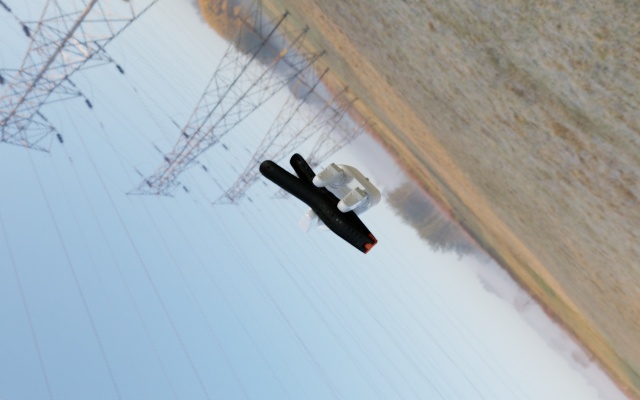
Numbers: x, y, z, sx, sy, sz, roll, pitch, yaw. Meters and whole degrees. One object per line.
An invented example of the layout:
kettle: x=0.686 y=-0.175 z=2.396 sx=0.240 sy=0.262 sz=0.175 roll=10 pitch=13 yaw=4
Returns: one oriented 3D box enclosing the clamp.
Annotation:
clamp: x=0.000 y=0.003 z=0.735 sx=0.210 sy=0.036 sz=0.164 roll=45 pitch=17 yaw=10
